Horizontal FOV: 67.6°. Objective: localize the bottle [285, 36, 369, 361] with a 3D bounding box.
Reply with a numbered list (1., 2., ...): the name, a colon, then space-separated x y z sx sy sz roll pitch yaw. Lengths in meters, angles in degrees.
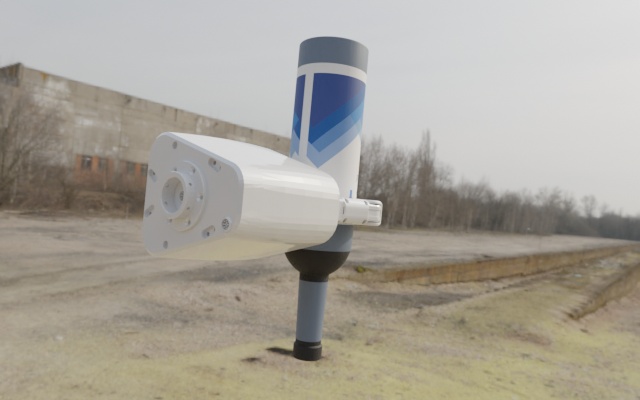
1. bottle: 0.000 0.001 0.454 0.069 0.295 0.069 5 -1 0
